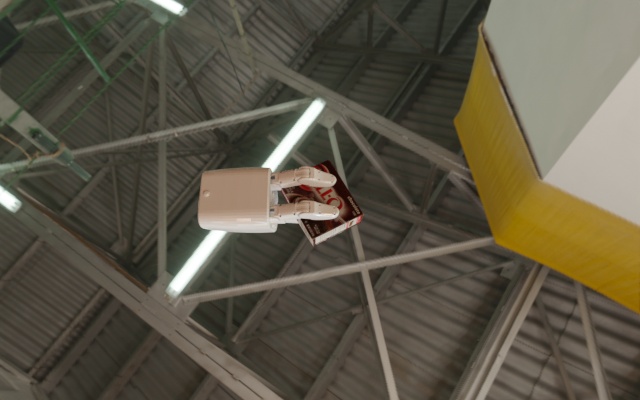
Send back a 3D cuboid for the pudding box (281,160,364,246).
[{"bbox_3d":[0.000,0.003,0.744,0.090,0.113,0.039,-26,-21,-13],"label":"pudding box"}]
